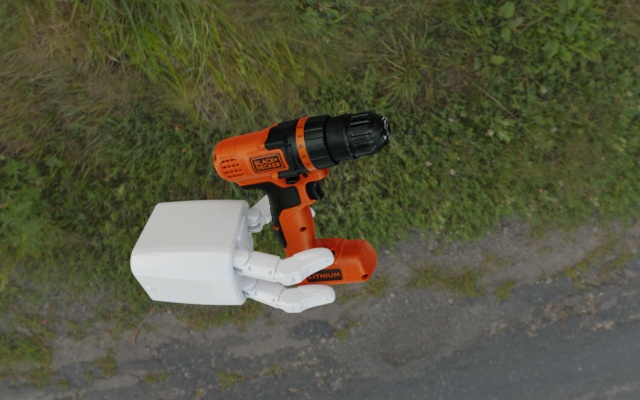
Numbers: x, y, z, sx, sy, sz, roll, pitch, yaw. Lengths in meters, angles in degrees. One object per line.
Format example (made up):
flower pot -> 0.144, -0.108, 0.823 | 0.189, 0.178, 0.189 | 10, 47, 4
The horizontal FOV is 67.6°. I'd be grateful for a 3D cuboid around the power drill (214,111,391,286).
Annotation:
power drill -> 0.000, 0.002, 0.501 | 0.184, 0.188, 0.057 | -7, 30, 24
